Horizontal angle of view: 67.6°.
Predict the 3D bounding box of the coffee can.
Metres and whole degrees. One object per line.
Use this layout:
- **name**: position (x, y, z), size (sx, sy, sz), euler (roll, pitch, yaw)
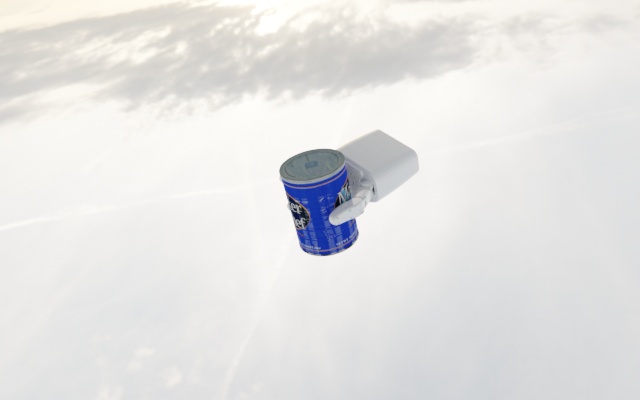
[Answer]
- **coffee can**: position (0.000, 0.002, 0.757), size (0.103, 0.140, 0.102), euler (-10, 30, 6)
